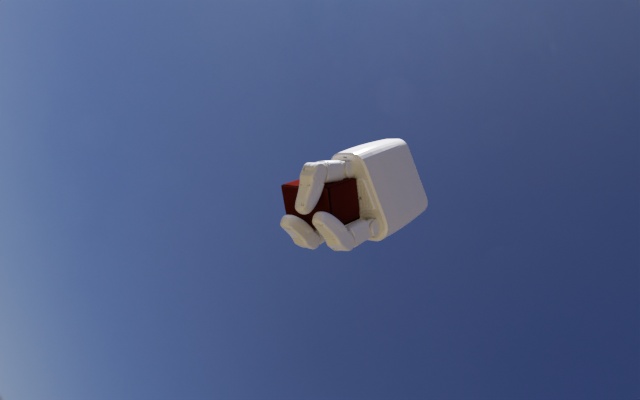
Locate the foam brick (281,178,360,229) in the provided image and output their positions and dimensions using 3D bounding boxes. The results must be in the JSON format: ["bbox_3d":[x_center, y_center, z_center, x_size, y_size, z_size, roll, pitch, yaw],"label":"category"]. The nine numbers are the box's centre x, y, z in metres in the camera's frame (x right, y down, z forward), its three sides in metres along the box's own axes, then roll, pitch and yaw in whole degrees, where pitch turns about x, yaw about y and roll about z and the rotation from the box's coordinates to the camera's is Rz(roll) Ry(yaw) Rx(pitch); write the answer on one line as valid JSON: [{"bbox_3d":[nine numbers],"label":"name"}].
[{"bbox_3d":[0.000,0.002,0.578,0.078,0.053,0.051,6,20,42],"label":"foam brick"}]
